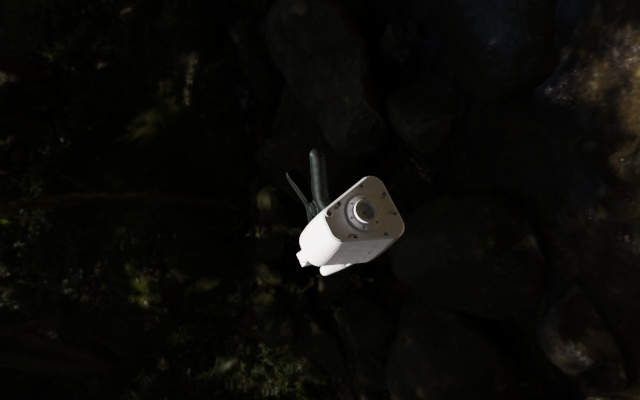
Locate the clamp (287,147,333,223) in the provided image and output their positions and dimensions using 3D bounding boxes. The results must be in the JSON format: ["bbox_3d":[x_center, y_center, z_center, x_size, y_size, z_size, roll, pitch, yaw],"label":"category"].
[{"bbox_3d":[0.000,0.003,0.757,0.039,0.171,0.120,-19,-15,-23],"label":"clamp"}]
